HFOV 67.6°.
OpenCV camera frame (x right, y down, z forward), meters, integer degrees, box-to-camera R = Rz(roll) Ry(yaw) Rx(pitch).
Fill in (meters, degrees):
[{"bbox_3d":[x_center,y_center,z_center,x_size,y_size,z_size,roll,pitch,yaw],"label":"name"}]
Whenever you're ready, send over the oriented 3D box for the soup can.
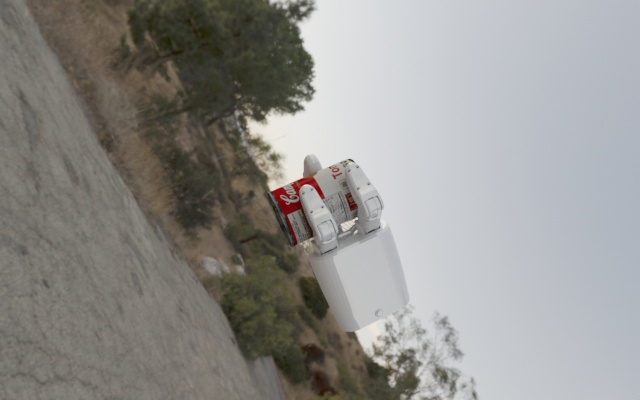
[{"bbox_3d":[0.000,0.001,0.541,0.102,0.068,0.068,-24,4,-9],"label":"soup can"}]
